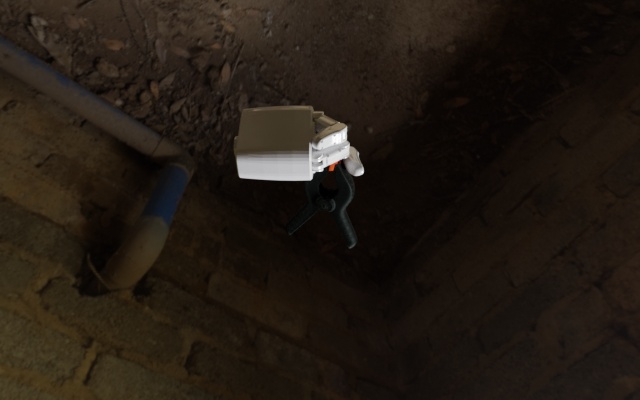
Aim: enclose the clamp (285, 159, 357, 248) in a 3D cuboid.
[{"bbox_3d":[0.000,0.003,0.756,0.120,0.172,0.039,2,33,4],"label":"clamp"}]
